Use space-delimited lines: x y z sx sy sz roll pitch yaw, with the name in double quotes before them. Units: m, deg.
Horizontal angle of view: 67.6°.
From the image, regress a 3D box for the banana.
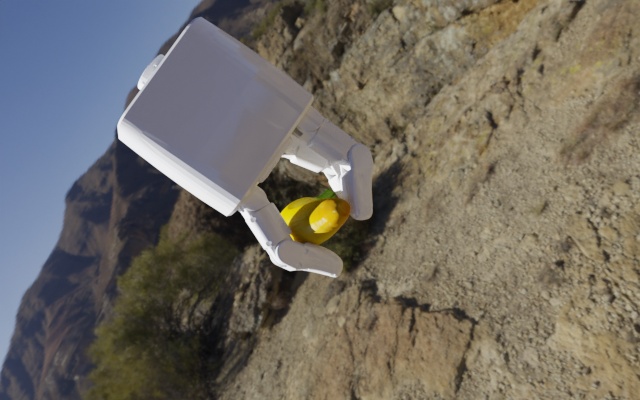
"banana" -0.013 0.015 0.445 0.037 0.069 0.198 42 2 -6
